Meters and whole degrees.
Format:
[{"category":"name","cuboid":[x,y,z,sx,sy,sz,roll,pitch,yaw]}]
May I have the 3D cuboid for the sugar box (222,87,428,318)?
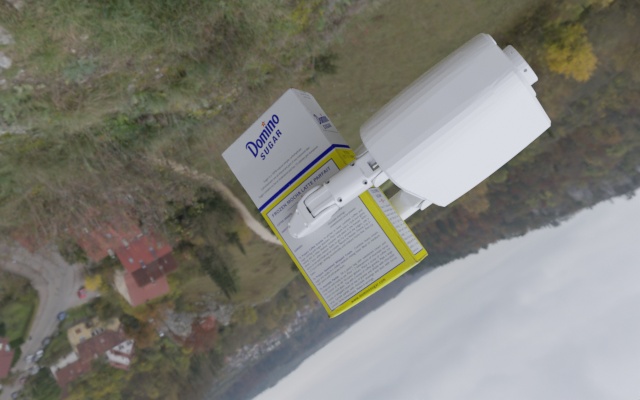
[{"category":"sugar box","cuboid":[0.000,0.001,0.410,0.093,0.176,0.048,-38,-13,22]}]
